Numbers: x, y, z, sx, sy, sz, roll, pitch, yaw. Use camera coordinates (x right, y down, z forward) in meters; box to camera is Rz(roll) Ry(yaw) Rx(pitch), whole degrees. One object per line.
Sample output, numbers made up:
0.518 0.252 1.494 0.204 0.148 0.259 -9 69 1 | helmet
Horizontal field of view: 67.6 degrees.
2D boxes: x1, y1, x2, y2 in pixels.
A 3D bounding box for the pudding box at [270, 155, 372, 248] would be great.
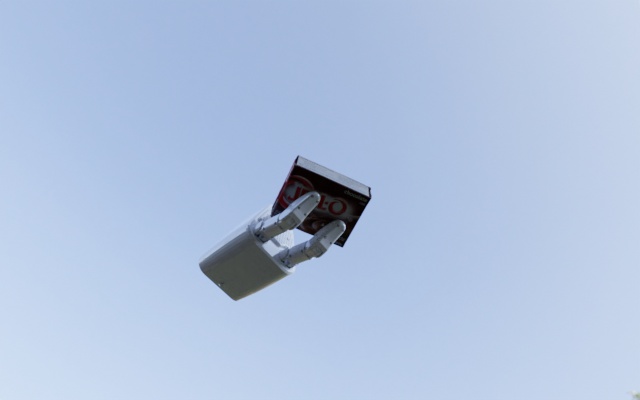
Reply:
0.000 0.002 0.649 0.113 0.090 0.039 22 30 -10 | pudding box
